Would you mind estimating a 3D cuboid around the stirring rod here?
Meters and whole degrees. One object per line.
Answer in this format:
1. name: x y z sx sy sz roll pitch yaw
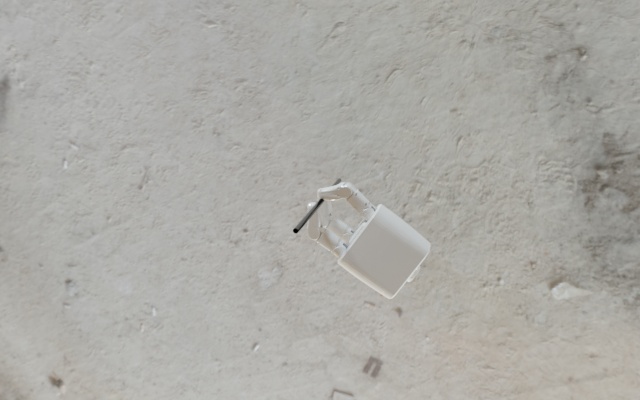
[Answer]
1. stirring rod: 0.000 0.002 0.765 0.011 0.011 0.239 0 19 18
